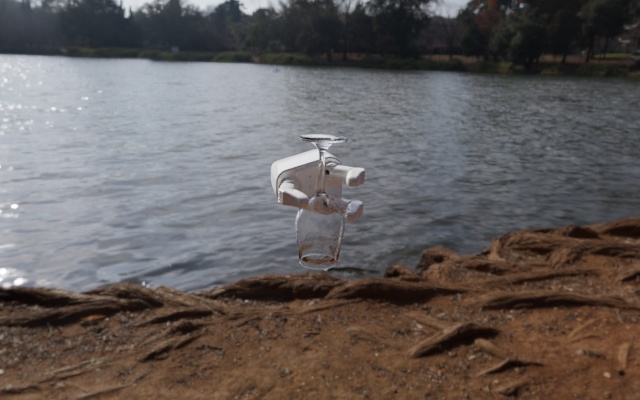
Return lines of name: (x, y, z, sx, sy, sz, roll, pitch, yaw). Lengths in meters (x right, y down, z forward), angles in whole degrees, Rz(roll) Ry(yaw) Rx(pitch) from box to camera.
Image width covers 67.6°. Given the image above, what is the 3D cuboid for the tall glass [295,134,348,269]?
tall glass: (0.000, 0.002, 0.738, 0.079, 0.201, 0.079, 2, 15, -1)
